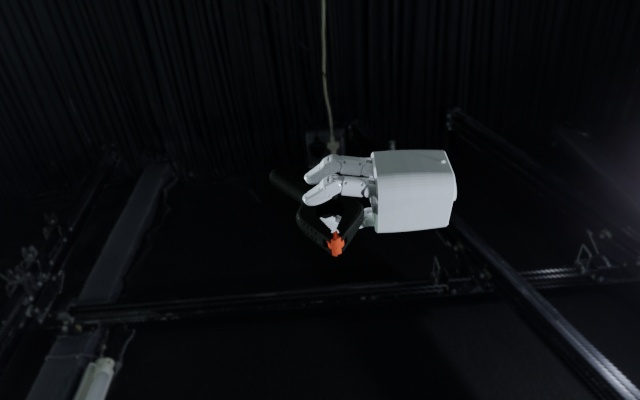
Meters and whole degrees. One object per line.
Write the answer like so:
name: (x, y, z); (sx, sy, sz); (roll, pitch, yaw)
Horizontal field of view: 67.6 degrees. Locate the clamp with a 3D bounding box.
clamp: (0.000, 0.003, 0.691); (0.164, 0.036, 0.209); (-4, 35, 4)
